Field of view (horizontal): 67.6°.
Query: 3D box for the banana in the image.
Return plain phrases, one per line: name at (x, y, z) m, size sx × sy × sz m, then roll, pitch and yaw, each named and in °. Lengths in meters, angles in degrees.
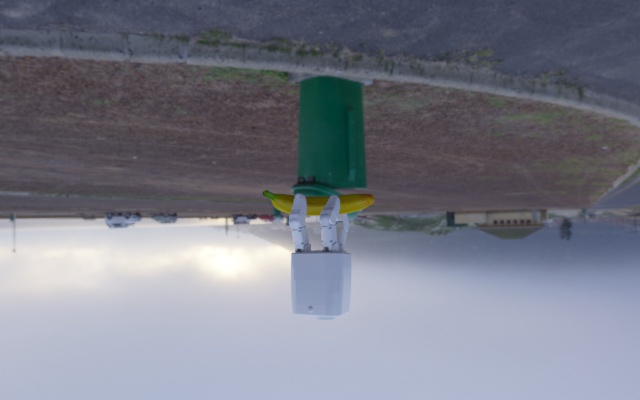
banana at (-0.001, 0.007, 0.864) m, size 0.198 × 0.037 × 0.070 m, roll 1°, pitch -12°, yaw 6°
